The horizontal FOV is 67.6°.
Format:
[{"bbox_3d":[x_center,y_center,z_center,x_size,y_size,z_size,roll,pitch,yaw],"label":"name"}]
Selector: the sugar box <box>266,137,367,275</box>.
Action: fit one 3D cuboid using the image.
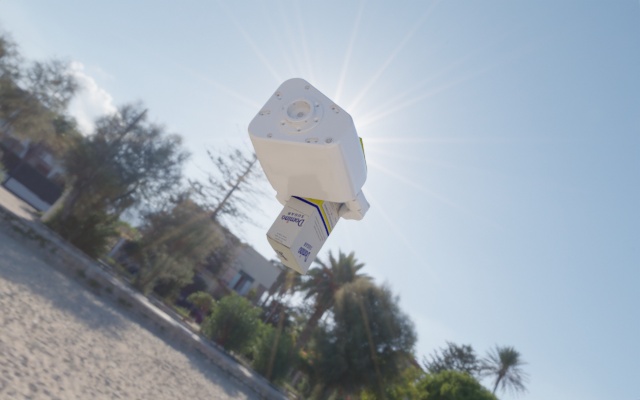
[{"bbox_3d":[0.000,0.002,0.631,0.048,0.176,0.093,27,-21,24],"label":"sugar box"}]
